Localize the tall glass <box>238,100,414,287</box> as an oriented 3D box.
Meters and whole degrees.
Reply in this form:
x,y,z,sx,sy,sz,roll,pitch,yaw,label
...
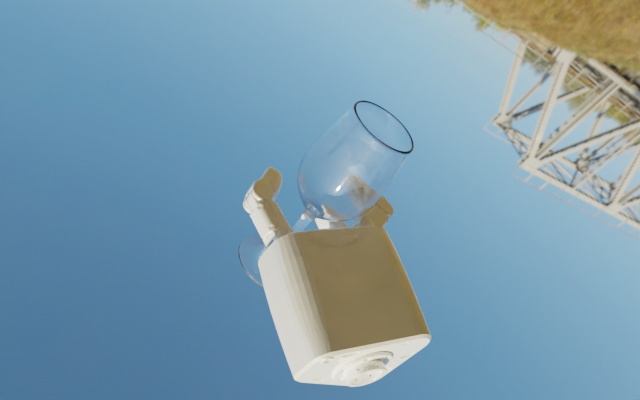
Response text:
x,y,z,sx,sy,sz,roll,pitch,yaw,label
0.000,0.002,0.450,0.079,0.079,0.201,0,-40,-44,tall glass
